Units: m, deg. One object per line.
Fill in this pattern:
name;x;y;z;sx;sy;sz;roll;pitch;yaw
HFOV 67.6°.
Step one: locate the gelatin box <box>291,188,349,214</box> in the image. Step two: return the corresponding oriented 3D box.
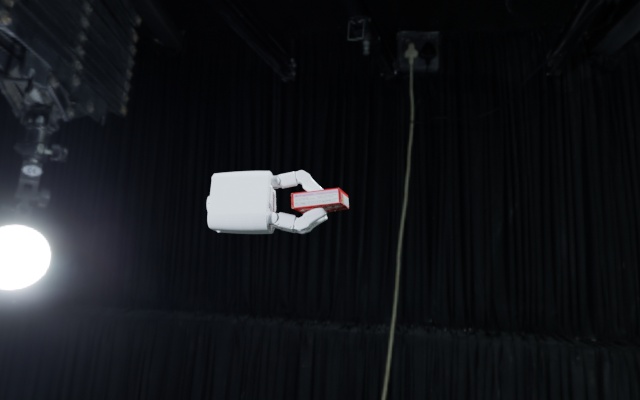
gelatin box;0.000;0.002;0.850;0.089;0.030;0.073;-7;-12;14
